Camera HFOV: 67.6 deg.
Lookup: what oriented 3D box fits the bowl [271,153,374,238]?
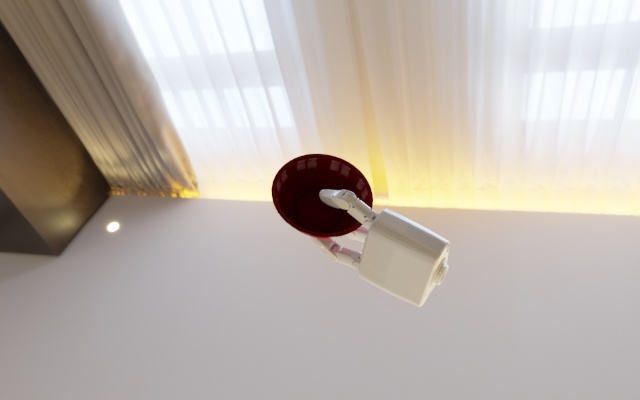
[{"bbox_3d":[-0.001,0.002,0.765,0.162,0.162,0.055,0,-35,-10],"label":"bowl"}]
